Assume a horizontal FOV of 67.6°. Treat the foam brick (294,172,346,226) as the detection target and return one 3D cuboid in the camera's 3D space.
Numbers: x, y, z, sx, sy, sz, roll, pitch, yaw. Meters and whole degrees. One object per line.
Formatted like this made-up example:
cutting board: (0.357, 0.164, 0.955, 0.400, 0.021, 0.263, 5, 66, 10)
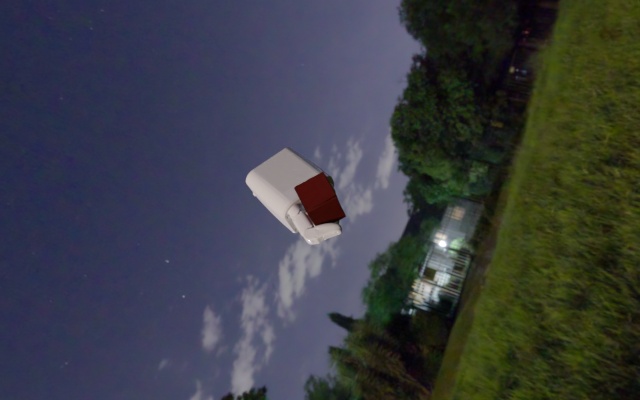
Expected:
foam brick: (0.000, 0.002, 0.746, 0.053, 0.051, 0.078, -28, -29, 0)
